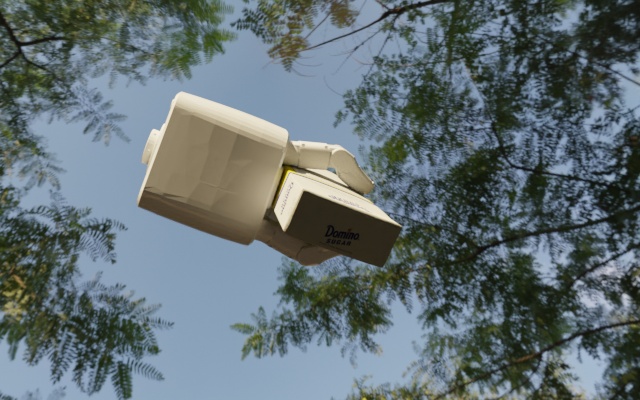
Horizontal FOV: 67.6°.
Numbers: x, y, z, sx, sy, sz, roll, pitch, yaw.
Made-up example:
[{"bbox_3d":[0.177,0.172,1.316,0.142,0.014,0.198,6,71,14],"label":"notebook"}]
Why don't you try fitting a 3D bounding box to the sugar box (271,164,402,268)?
[{"bbox_3d":[0.000,0.002,0.457,0.093,0.048,0.176,21,12,-17],"label":"sugar box"}]
